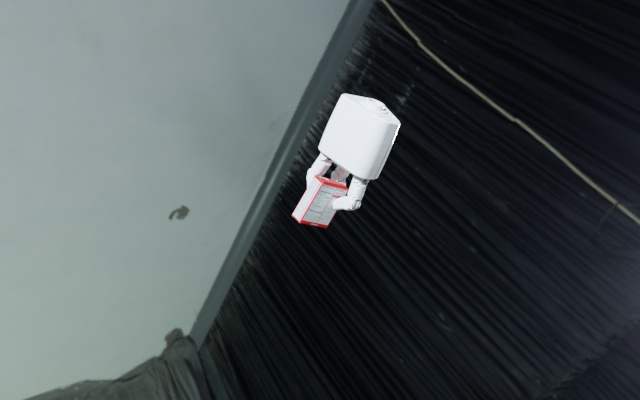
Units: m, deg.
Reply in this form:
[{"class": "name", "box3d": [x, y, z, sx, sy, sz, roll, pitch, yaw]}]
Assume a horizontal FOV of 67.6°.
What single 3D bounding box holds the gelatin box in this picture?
[{"class": "gelatin box", "box3d": [0.000, 0.003, 0.865, 0.073, 0.089, 0.030, 14, 21, -47]}]
